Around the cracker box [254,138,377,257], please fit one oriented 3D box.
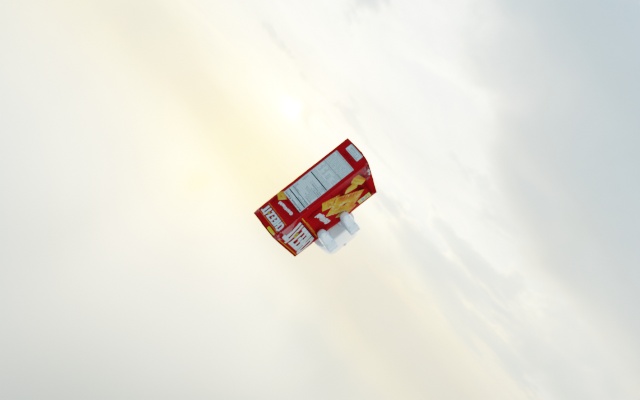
[{"bbox_3d":[0.000,0.003,0.890,0.213,0.072,0.164,-39,-21,-3],"label":"cracker box"}]
